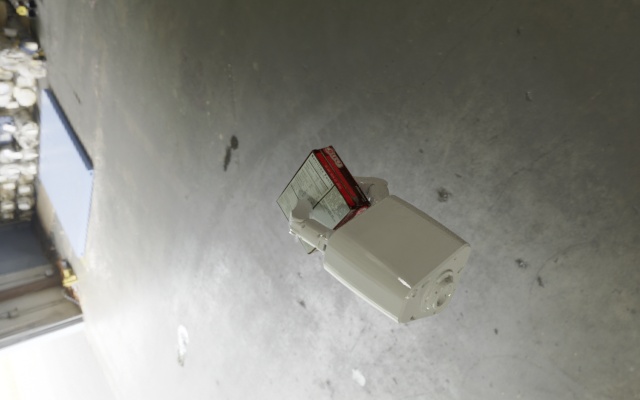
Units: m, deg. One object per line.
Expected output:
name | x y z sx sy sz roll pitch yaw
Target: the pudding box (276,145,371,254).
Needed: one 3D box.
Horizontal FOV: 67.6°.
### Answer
pudding box | 0.000 0.002 0.589 0.039 0.090 0.113 -15 -24 -42
